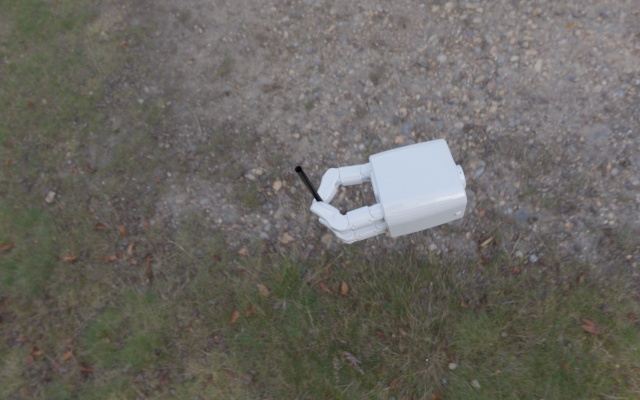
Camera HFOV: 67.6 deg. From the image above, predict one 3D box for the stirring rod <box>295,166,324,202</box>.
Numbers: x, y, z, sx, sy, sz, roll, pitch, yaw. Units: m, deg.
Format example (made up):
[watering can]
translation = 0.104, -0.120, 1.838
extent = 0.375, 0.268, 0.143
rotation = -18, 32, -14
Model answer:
[stirring rod]
translation = 0.000, 0.002, 0.647
extent = 0.011, 0.011, 0.240
rotation = 0, -18, 13
